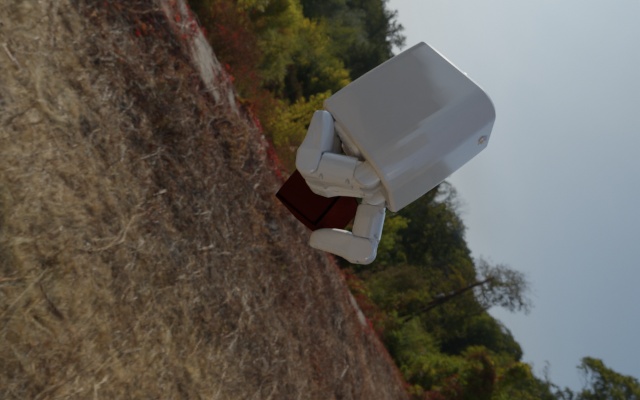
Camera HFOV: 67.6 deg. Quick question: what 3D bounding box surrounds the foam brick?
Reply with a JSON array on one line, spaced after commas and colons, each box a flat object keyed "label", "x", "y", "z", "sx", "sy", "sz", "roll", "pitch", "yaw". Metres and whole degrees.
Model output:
[{"label": "foam brick", "x": 0.000, "y": 0.002, "z": 0.470, "sx": 0.053, "sy": 0.051, "sz": 0.078, "roll": 37, "pitch": -7, "yaw": 20}]
